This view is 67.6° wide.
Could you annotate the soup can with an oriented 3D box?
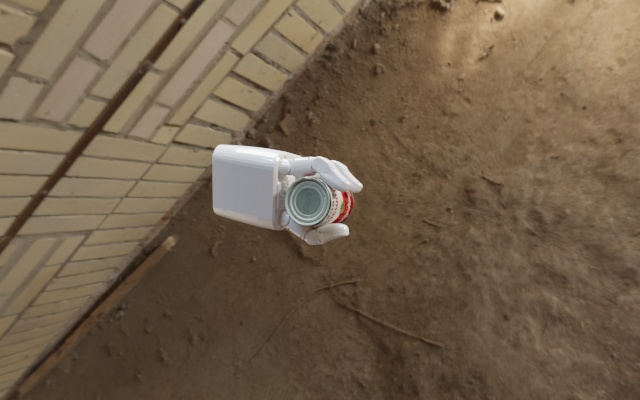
[{"bbox_3d":[0.000,0.002,0.669,0.068,0.068,0.102,0,-1,21],"label":"soup can"}]
